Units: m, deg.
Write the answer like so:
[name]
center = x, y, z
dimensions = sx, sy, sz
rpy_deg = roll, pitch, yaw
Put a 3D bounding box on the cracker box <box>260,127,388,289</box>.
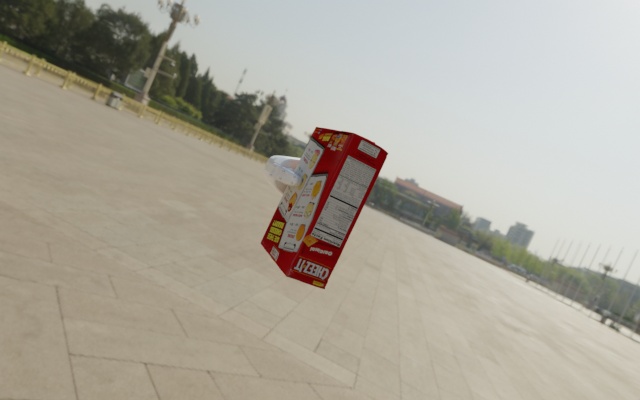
[cracker box]
center = 0.000, 0.002, 0.715
dimensions = 0.072, 0.214, 0.164
rpy_deg = 24, 3, -22
